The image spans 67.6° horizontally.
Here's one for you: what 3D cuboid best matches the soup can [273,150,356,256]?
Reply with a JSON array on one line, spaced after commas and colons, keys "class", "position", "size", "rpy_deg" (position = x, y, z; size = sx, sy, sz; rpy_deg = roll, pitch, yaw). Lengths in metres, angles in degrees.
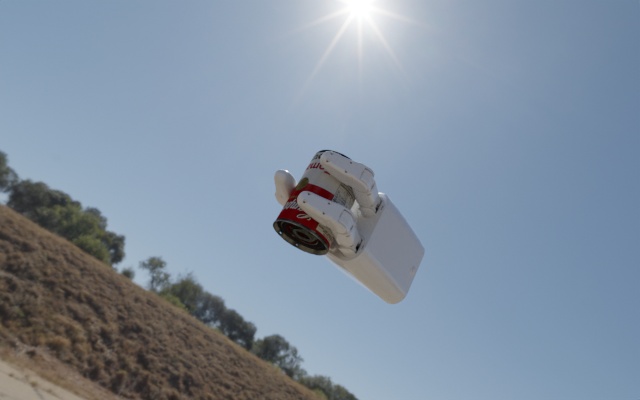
[{"class": "soup can", "position": [0.000, 0.001, 0.542], "size": [0.068, 0.102, 0.068], "rpy_deg": [24, -24, 12]}]
